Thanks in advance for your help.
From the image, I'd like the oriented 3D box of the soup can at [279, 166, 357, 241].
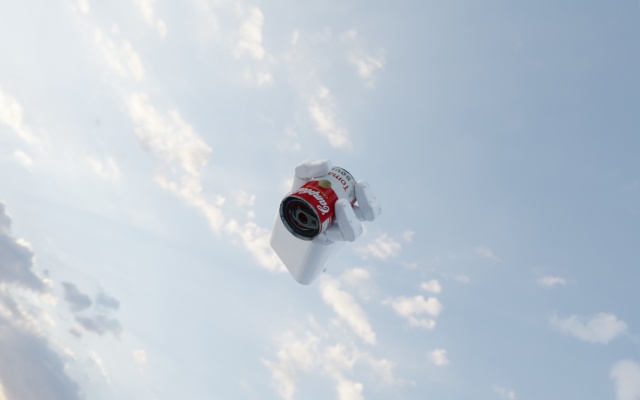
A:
[{"bbox_3d":[0.000,0.002,0.668,0.068,0.068,0.102,0,27,39],"label":"soup can"}]
